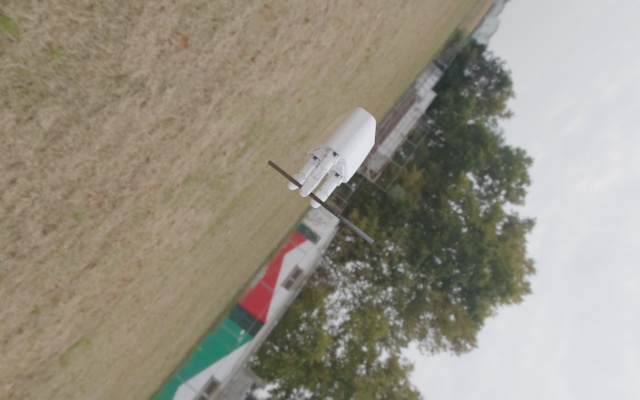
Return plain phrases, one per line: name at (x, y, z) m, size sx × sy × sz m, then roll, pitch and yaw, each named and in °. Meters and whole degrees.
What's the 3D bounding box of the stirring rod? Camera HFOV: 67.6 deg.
stirring rod at (0.000, 0.003, 0.871) m, size 0.239 × 0.011 × 0.011 m, roll 38°, pitch 1°, yaw 1°
